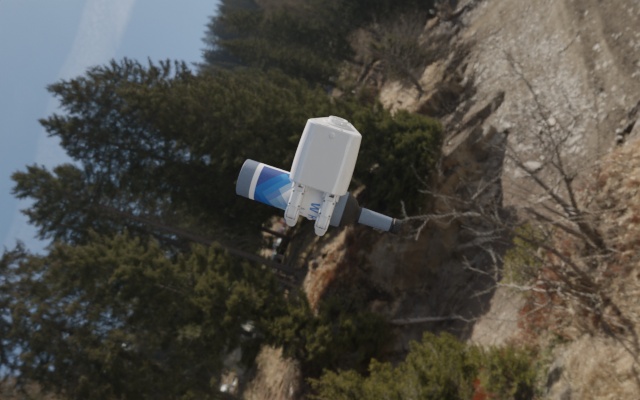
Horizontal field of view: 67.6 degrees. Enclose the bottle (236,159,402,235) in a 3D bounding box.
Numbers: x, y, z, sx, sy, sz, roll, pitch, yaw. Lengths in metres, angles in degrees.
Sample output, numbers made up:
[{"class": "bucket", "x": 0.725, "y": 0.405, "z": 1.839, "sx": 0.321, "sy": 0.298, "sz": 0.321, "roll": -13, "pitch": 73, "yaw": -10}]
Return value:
[{"class": "bottle", "x": 0.000, "y": 0.003, "z": 0.852, "sx": 0.296, "sy": 0.069, "sz": 0.069, "roll": 18, "pitch": 1, "yaw": 2}]
